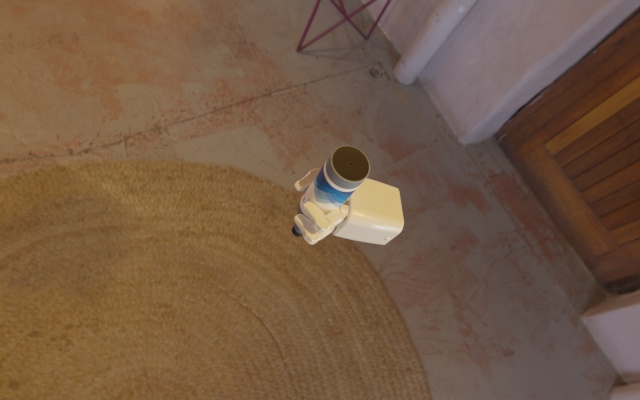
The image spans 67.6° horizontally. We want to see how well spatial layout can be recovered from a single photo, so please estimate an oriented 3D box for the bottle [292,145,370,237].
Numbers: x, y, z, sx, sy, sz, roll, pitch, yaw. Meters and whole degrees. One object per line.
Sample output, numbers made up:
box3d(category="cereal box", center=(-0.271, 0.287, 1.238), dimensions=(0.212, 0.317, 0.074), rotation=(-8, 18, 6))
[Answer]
box3d(category="bottle", center=(0.000, 0.003, 0.869), dimensions=(0.069, 0.069, 0.296), rotation=(0, -24, -21))
